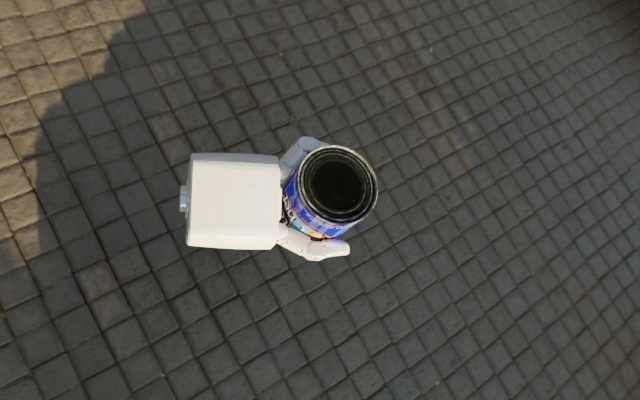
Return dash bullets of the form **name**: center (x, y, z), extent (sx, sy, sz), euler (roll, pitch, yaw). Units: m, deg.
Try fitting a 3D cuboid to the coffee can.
- **coffee can**: center (0.000, 0.002, 0.628), extent (0.103, 0.102, 0.140), euler (0, -18, -19)
